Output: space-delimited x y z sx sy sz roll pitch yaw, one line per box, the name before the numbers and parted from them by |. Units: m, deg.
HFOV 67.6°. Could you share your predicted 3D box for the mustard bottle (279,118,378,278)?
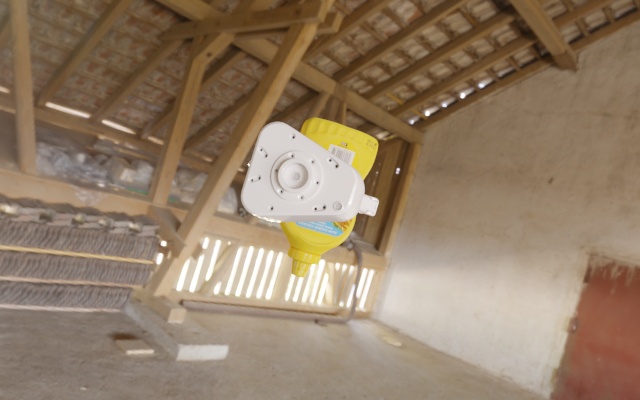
mustard bottle | 0.000 0.002 0.593 0.096 0.191 0.058 17 -1 -17
